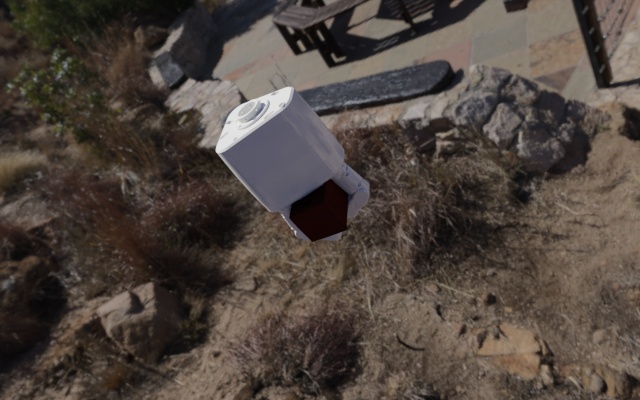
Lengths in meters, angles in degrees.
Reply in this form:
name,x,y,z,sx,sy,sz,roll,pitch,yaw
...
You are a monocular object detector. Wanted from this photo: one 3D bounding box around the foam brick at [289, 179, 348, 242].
name,x,y,z,sx,sy,sz,roll,pitch,yaw
foam brick,0.000,0.002,0.594,0.053,0.078,0.051,-23,-53,26
